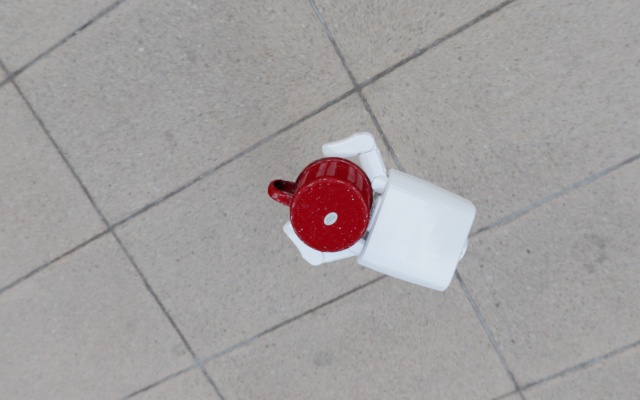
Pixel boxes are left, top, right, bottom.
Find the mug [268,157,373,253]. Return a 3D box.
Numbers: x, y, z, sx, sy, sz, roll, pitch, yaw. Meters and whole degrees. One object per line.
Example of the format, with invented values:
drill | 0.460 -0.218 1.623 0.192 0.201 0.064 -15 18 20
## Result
mug | -0.001 0.001 0.512 0.117 0.093 0.081 19 16 -1
